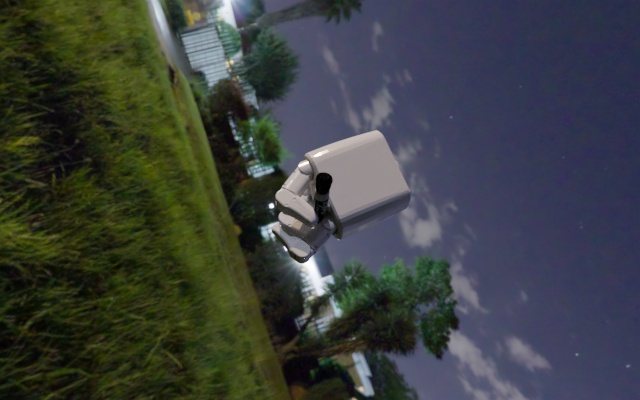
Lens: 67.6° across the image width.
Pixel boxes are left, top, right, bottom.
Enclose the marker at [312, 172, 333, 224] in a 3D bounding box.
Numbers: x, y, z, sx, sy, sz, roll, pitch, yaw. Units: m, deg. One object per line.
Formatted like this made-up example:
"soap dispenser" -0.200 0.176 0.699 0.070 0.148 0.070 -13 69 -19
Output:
"marker" 0.000 0.002 0.566 0.020 0.020 0.121 0 -27 -5
